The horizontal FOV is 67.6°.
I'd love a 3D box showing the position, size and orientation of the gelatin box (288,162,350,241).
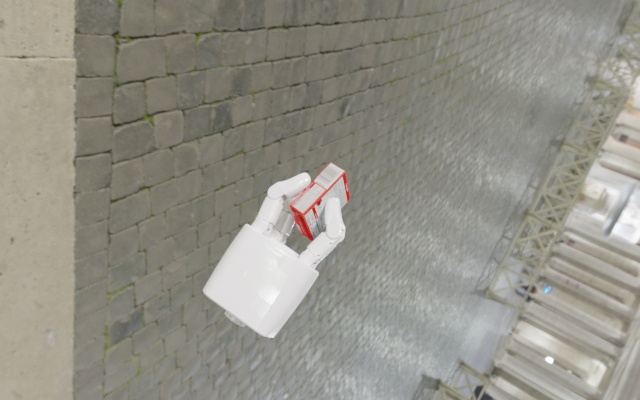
[{"bbox_3d":[0.001,0.002,0.660,0.030,0.089,0.073,35,-19,26],"label":"gelatin box"}]
